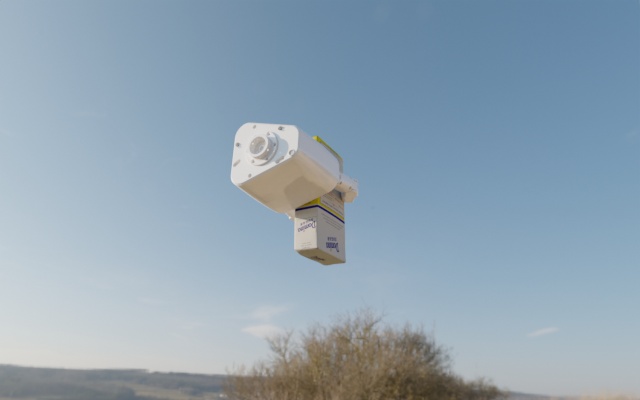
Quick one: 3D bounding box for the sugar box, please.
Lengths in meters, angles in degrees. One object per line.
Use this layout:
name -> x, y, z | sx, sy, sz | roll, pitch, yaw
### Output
sugar box -> 0.000, 0.002, 0.724 | 0.048, 0.176, 0.093 | -9, -24, 27
